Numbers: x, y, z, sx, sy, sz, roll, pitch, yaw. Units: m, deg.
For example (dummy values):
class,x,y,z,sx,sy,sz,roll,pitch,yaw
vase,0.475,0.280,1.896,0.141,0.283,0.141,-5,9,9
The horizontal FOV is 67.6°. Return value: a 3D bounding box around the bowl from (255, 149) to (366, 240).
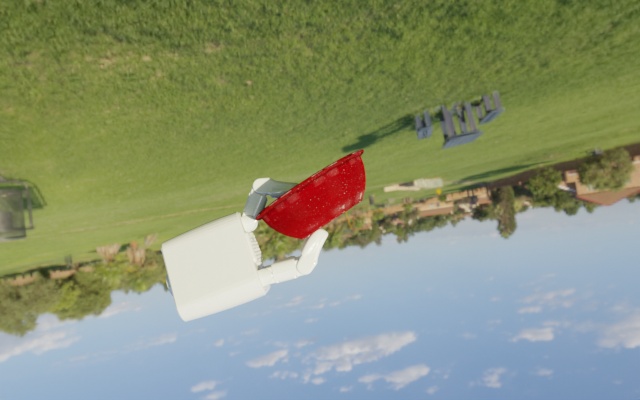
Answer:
class,x,y,z,sx,sy,sz,roll,pitch,yaw
bowl,0.001,0.002,0.600,0.162,0.055,0.162,-33,-3,-2
